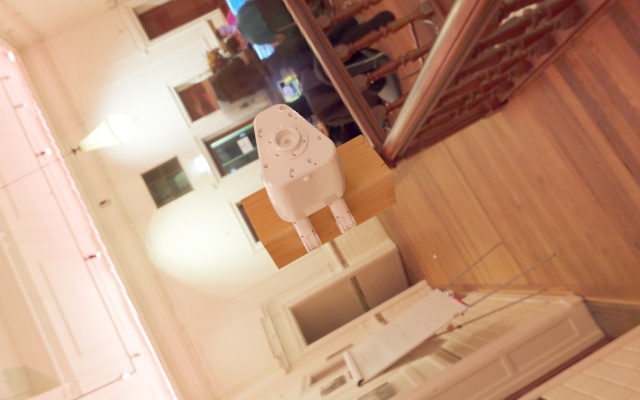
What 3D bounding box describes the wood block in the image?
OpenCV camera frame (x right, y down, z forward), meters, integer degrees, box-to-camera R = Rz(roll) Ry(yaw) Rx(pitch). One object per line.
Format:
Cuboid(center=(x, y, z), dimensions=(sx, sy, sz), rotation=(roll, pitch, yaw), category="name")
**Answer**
Cuboid(center=(0.000, 0.002, 0.716), dimensions=(0.206, 0.090, 0.090), rotation=(-28, -35, -5), category="wood block")
